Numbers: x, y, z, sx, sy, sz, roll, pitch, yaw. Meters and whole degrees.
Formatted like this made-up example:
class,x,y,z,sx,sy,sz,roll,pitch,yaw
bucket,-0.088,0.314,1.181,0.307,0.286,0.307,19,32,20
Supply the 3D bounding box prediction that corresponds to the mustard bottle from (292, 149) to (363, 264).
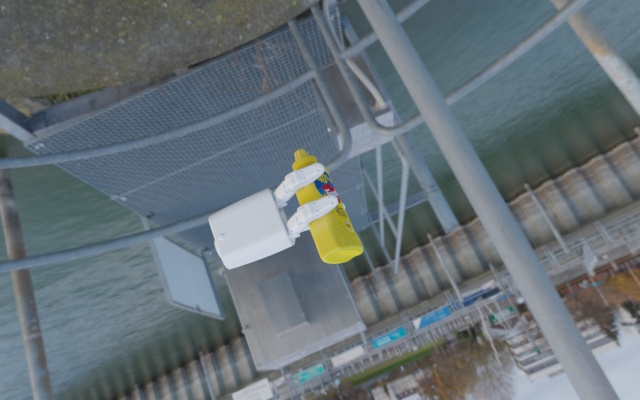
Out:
class,x,y,z,sx,sy,sz,roll,pitch,yaw
mustard bottle,0.001,0.003,0.752,0.058,0.191,0.096,-32,-22,21
